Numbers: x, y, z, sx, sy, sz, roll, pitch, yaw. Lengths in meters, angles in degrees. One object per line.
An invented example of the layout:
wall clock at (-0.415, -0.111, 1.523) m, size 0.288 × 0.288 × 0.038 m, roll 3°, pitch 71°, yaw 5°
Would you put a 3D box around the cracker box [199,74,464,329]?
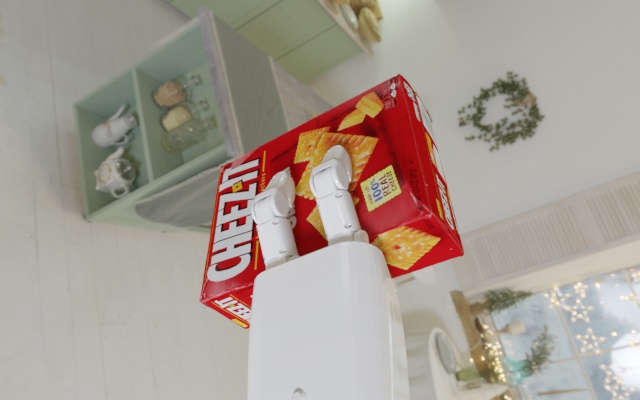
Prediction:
cracker box at (0.000, 0.001, 0.425) m, size 0.214 × 0.164 × 0.072 m, roll -23°, pitch -45°, yaw 24°
